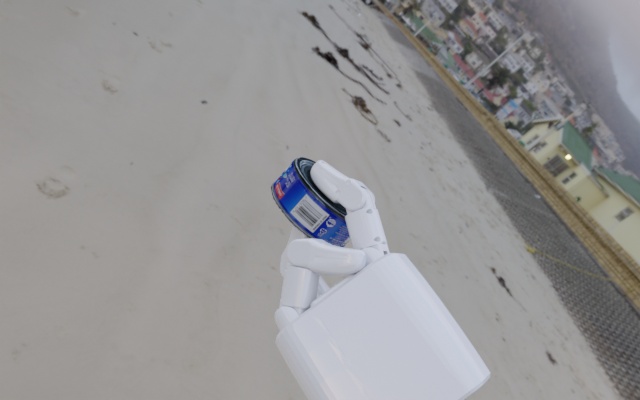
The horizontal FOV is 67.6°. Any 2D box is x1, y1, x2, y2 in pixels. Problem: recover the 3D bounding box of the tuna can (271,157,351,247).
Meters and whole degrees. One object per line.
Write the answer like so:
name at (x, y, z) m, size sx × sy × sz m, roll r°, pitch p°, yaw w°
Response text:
tuna can at (0.000, 0.001, 0.422) m, size 0.086 × 0.034 × 0.086 m, roll 37°, pitch 19°, yaw -15°
